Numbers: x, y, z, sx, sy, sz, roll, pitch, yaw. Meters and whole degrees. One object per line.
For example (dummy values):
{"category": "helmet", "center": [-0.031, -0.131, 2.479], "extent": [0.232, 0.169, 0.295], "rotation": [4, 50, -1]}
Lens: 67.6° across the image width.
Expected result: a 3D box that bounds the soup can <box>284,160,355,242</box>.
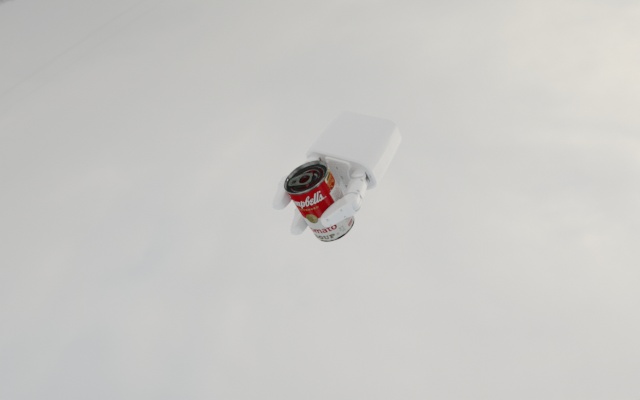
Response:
{"category": "soup can", "center": [0.000, 0.003, 0.689], "extent": [0.068, 0.102, 0.068], "rotation": [-20, 36, 15]}
